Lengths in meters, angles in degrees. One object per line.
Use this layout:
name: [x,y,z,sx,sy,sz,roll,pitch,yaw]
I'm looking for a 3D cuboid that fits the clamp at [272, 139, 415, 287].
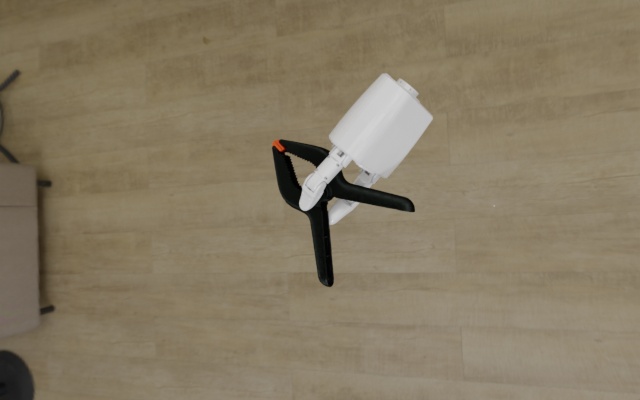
clamp: [0.000,0.002,0.653,0.210,0.164,0.036,43,13,15]
